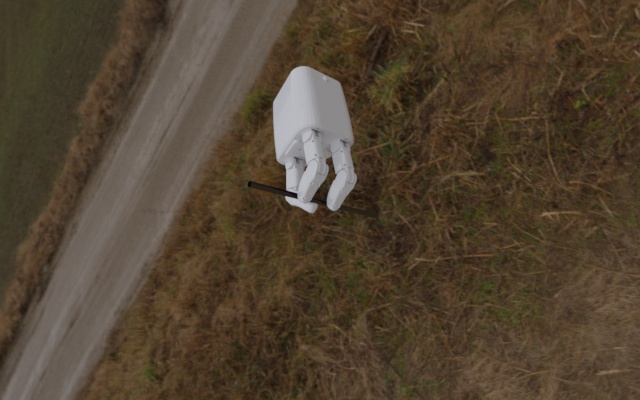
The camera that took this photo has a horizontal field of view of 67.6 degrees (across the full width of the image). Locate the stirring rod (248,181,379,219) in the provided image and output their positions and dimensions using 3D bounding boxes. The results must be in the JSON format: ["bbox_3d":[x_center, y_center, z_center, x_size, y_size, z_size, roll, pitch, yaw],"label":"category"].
[{"bbox_3d":[0.000,0.002,0.670,0.239,0.011,0.011,14,-10,-41],"label":"stirring rod"}]
